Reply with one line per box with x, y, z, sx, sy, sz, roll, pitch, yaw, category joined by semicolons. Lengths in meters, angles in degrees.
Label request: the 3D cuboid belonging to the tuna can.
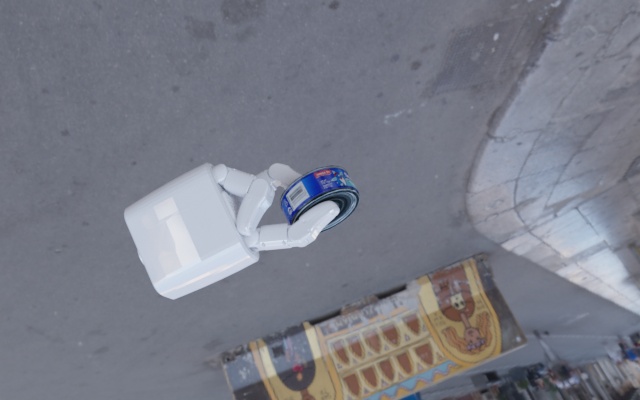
0.000;0.002;0.533;0.086;0.033;0.086;-22;-29;-13;tuna can
